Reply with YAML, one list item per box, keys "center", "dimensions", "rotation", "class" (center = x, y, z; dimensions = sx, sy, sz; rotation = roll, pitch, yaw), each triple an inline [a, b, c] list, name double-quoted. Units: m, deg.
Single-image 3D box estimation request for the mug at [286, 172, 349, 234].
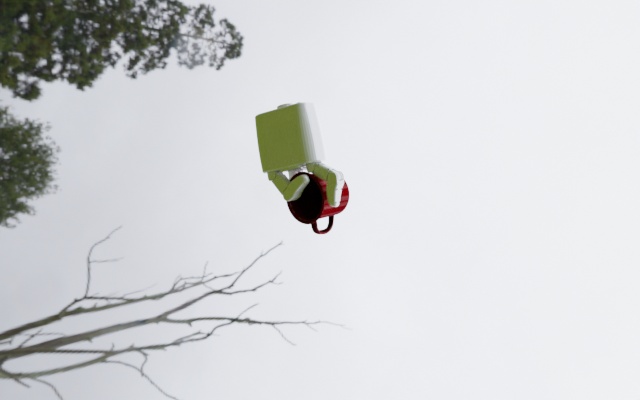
- center: [0.001, 0.004, 0.863]
  dimensions: [0.093, 0.117, 0.081]
  rotation: [-9, 2, 42]
  class: "mug"
